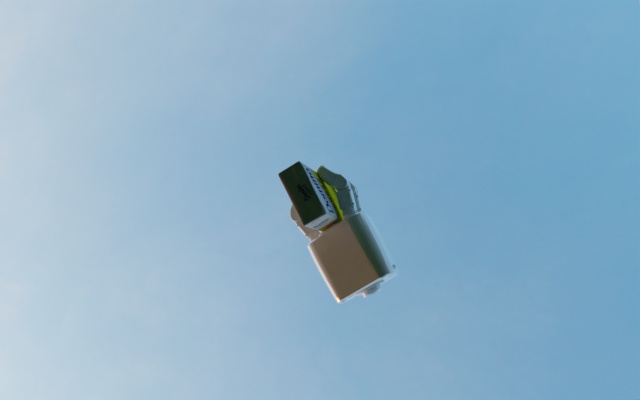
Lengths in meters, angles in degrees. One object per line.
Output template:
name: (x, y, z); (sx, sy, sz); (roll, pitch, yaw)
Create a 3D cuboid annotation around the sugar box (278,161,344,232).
sugar box: (0.001, 0.002, 0.768); (0.048, 0.093, 0.176); (-30, -16, 9)
